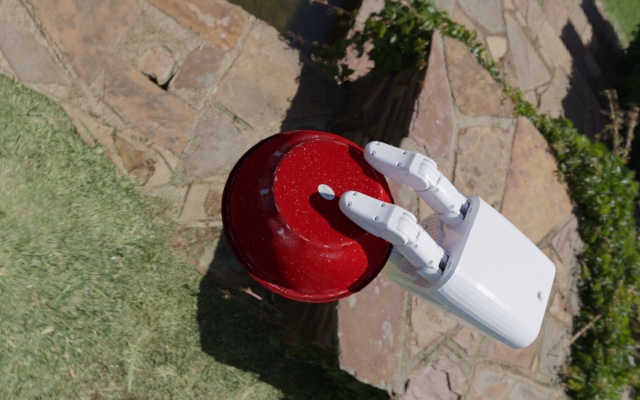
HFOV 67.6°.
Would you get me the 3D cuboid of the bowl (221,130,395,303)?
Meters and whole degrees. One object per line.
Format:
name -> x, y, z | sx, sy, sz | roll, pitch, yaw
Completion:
bowl -> -0.001, 0.001, 0.403 | 0.162, 0.162, 0.055 | 0, -19, -16
